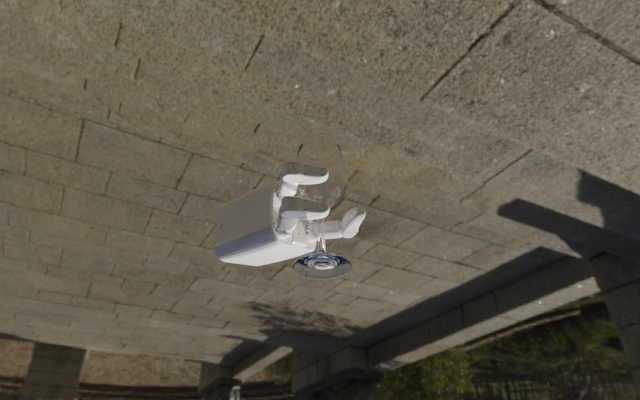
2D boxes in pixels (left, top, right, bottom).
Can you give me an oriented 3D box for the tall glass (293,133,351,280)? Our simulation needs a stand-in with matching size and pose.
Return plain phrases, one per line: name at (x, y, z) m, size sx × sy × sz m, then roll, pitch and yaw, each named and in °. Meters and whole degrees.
tall glass at (0.000, 0.003, 0.658) m, size 0.079 × 0.201 × 0.079 m, roll -1°, pitch -34°, yaw 0°
